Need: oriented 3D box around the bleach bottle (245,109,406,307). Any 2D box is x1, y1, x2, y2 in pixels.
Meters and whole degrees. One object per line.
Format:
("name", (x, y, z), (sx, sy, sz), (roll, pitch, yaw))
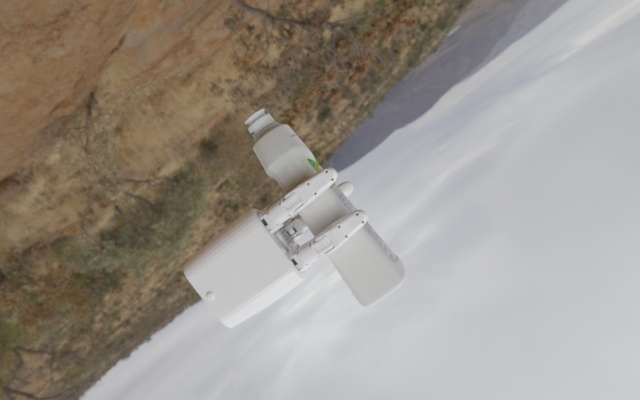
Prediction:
("bleach bottle", (0.000, 0.002, 0.563), (0.068, 0.251, 0.102), (-37, 2, 6))
